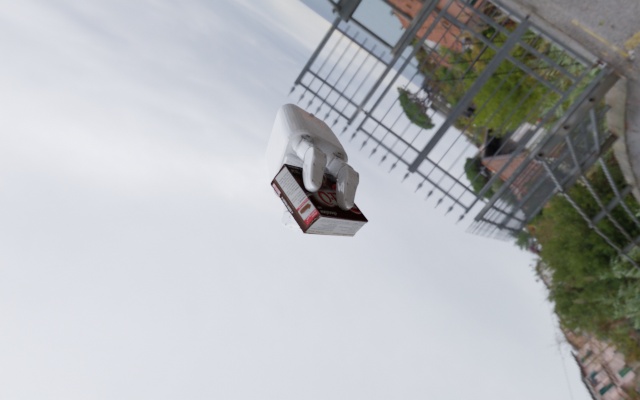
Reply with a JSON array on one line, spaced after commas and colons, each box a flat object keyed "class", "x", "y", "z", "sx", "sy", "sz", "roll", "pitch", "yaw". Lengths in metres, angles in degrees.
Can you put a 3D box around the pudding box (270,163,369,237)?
[{"class": "pudding box", "x": 0.000, "y": 0.002, "z": 0.618, "sx": 0.113, "sy": 0.090, "sz": 0.039, "roll": 6, "pitch": -50, "yaw": -53}]
